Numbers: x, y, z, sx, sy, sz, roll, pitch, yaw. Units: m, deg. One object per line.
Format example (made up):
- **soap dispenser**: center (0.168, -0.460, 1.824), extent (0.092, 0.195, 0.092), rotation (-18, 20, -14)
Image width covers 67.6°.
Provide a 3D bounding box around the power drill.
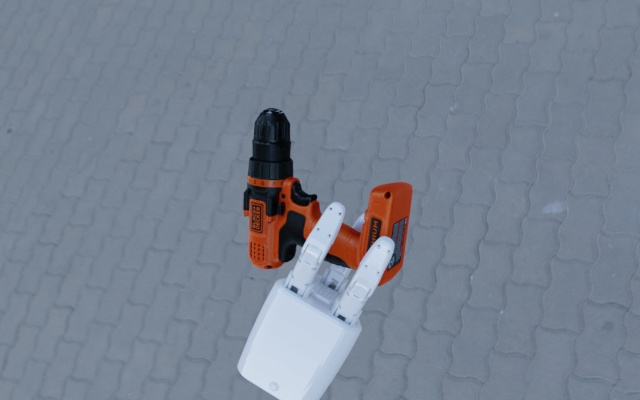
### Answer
- **power drill**: center (0.000, 0.002, 0.509), extent (0.187, 0.184, 0.057), rotation (14, 20, 31)
